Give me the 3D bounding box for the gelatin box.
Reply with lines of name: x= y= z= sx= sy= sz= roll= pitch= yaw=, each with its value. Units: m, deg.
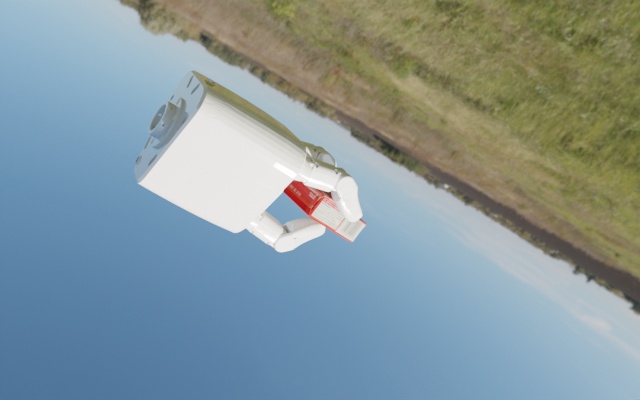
gelatin box: x=0.000 y=0.002 z=0.521 sx=0.089 sy=0.030 sz=0.073 roll=34 pitch=7 yaw=-48
